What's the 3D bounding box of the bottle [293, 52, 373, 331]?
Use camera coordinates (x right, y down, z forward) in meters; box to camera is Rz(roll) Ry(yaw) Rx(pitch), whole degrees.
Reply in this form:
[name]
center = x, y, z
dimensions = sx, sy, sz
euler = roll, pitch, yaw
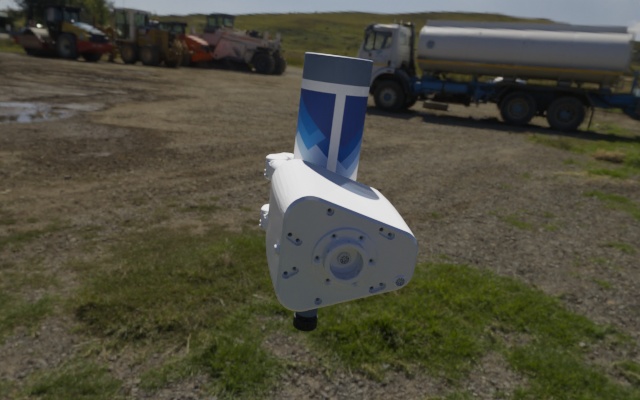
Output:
[bottle]
center = 0.000, 0.001, 0.501
dimensions = 0.069, 0.296, 0.069
euler = 7, 16, -2
